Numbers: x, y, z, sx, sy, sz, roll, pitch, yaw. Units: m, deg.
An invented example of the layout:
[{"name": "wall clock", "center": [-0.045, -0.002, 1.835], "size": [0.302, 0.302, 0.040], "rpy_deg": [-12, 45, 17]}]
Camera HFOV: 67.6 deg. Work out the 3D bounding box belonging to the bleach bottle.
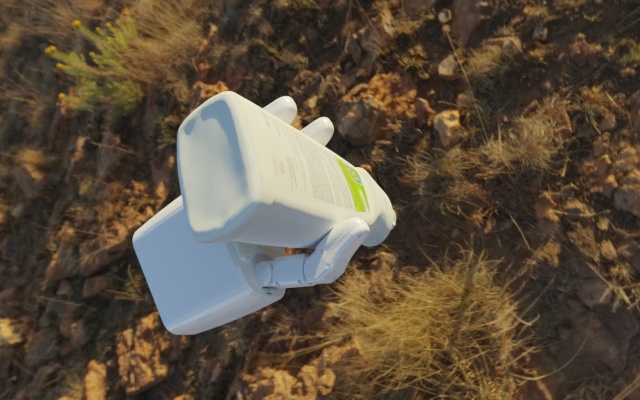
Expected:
[{"name": "bleach bottle", "center": [0.000, 0.001, 0.403], "size": [0.068, 0.102, 0.251], "rpy_deg": [-28, -27, 26]}]
